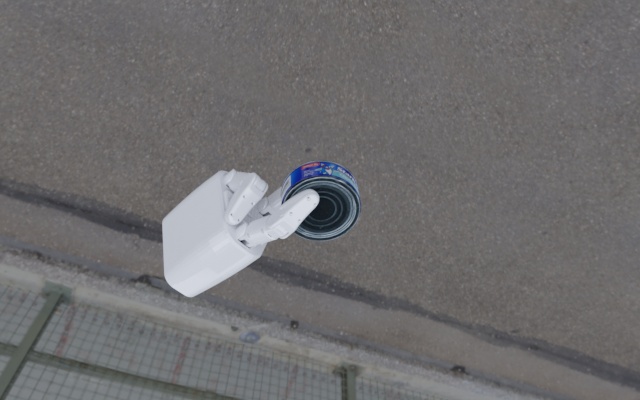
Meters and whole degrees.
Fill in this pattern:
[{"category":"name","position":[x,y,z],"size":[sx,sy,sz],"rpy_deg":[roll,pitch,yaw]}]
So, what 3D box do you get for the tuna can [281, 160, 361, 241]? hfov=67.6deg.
[{"category":"tuna can","position":[0.000,0.002,0.512],"size":[0.086,0.086,0.033],"rpy_deg":[0,34,-4]}]
